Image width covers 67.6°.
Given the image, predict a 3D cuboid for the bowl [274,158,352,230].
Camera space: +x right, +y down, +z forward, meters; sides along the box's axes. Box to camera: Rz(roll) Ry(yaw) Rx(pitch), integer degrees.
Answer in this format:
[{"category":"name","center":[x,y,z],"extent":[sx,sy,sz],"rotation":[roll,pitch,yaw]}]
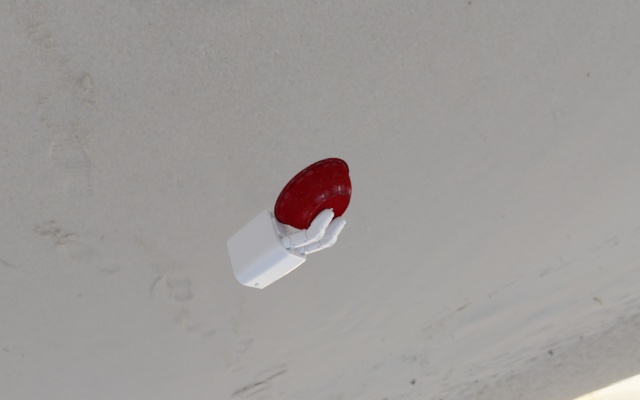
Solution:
[{"category":"bowl","center":[0.001,0.002,0.842],"extent":[0.162,0.162,0.055],"rotation":[0,42,-50]}]
